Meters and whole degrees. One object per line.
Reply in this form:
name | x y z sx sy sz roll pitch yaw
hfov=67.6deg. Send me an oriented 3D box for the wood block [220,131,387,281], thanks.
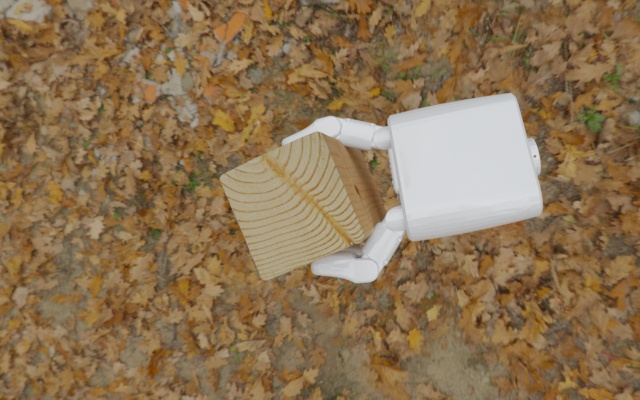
wood block | 0.000 0.001 0.456 0.090 0.091 0.206 -23 -4 12
